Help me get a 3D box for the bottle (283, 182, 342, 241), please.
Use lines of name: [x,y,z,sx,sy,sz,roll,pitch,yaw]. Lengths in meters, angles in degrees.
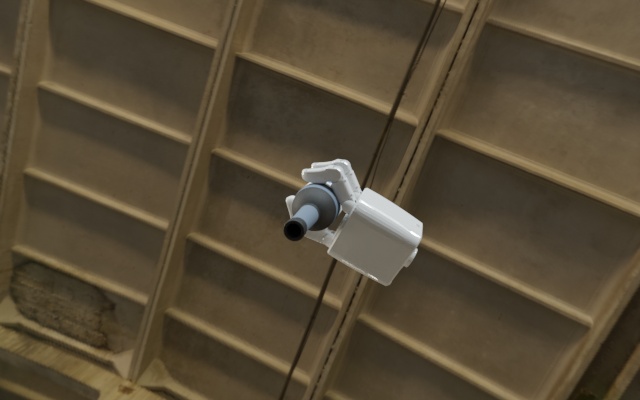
bottle: [0.000,0.002,0.717,0.069,0.069,0.295,0,14,13]
